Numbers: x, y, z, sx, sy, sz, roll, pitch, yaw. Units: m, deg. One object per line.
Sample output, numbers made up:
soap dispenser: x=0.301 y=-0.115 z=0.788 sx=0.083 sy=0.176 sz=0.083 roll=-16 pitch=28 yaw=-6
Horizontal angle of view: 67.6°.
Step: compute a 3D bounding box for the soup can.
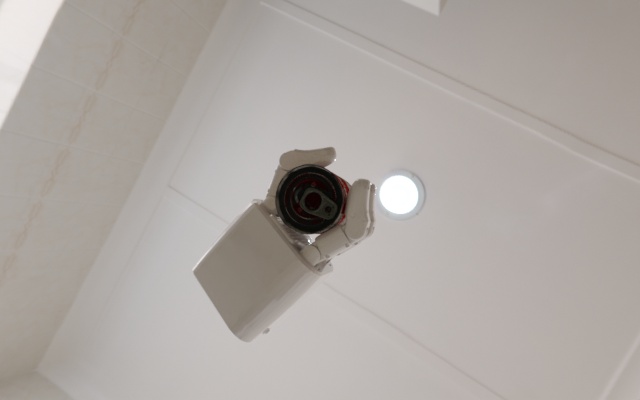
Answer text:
soup can: x=0.000 y=0.001 z=0.506 sx=0.068 sy=0.068 sz=0.102 roll=0 pitch=-3 yaw=13
